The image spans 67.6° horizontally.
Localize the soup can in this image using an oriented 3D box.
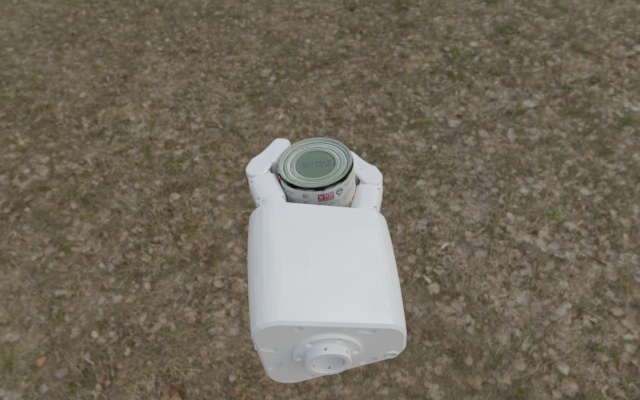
[{"bbox_3d":[0.000,0.001,0.444,0.068,0.068,0.102,0,-44,8],"label":"soup can"}]
